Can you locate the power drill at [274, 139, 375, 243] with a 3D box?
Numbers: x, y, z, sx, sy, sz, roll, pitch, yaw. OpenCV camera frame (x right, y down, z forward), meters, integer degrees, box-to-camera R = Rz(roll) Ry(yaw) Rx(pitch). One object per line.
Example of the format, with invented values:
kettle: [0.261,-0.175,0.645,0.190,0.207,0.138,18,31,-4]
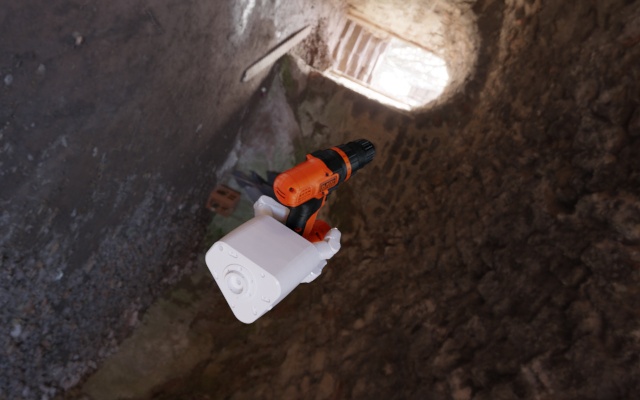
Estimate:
power drill: [0.000,0.003,0.725,0.184,0.188,0.057,-27,54,-35]
